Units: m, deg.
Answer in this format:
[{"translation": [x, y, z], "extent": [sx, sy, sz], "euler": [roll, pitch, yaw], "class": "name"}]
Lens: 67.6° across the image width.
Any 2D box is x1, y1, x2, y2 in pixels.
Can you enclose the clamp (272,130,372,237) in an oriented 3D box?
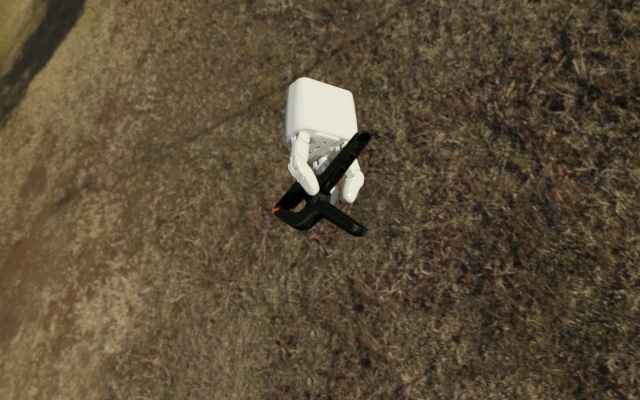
[{"translation": [-0.001, 0.002, 0.733], "extent": [0.036, 0.164, 0.210], "euler": [25, -37, -37], "class": "clamp"}]
